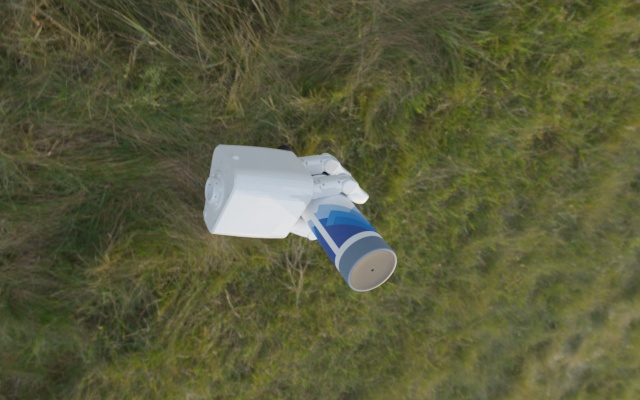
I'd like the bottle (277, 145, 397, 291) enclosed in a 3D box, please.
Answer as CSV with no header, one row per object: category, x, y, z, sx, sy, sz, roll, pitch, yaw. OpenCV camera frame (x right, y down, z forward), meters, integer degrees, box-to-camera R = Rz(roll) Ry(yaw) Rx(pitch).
bottle,0.000,0.002,0.668,0.069,0.069,0.295,0,33,-30
